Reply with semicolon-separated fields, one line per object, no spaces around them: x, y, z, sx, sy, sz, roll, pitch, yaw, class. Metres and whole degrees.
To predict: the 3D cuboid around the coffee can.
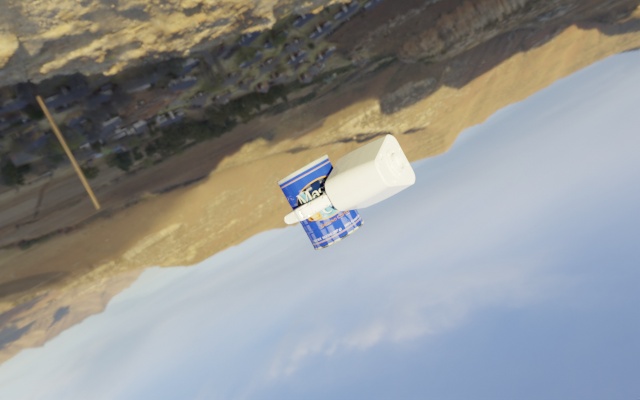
0.000;0.003;0.857;0.103;0.140;0.103;-29;4;2;coffee can
